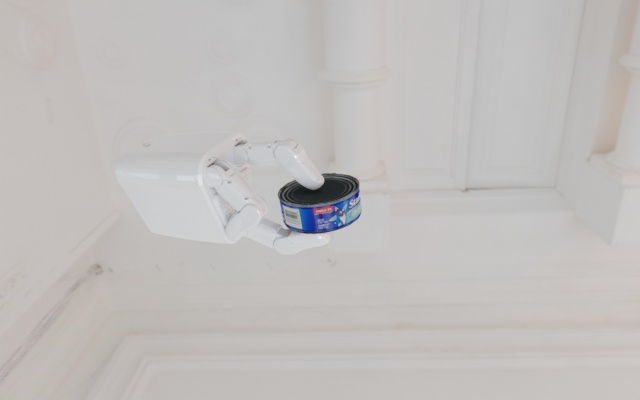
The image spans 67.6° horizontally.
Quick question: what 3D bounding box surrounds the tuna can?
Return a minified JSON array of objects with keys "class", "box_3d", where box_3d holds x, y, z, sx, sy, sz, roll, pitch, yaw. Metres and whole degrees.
[{"class":"tuna can","box_3d":[0.000,0.002,0.500,0.086,0.034,0.086,-7,23,3]}]
